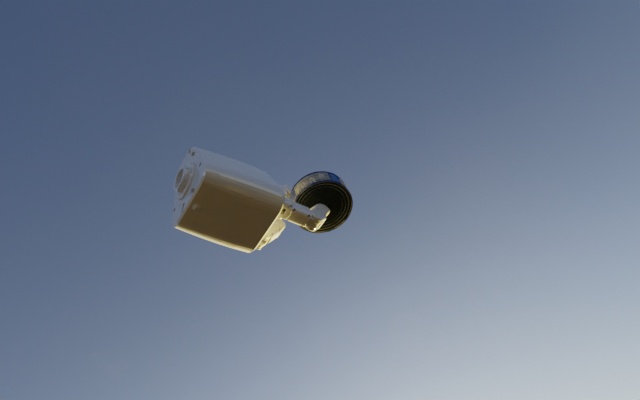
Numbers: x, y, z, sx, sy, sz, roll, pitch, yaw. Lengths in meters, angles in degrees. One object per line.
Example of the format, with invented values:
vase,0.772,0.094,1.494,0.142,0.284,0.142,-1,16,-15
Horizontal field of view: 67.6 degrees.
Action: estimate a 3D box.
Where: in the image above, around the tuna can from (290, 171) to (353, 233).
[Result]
tuna can,0.000,0.002,0.675,0.086,0.086,0.033,0,32,-17
